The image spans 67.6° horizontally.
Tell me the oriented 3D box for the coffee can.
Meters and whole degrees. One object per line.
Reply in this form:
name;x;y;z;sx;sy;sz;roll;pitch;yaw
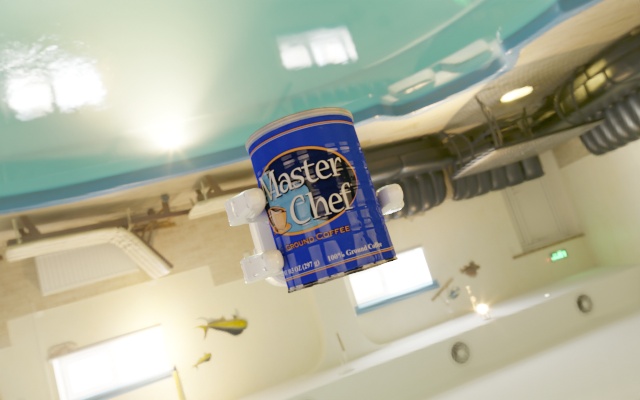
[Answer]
coffee can;0.000;0.001;0.433;0.103;0.140;0.103;-17;-9;-3
